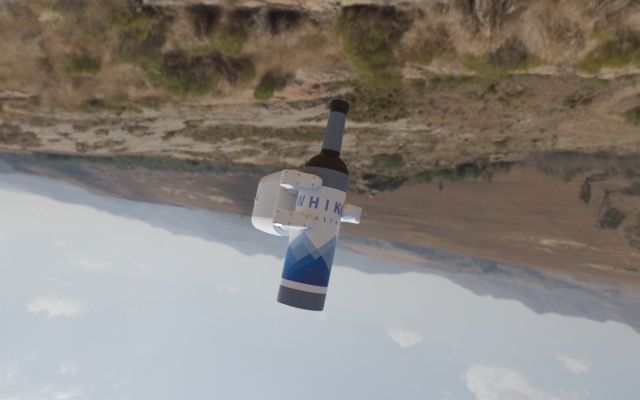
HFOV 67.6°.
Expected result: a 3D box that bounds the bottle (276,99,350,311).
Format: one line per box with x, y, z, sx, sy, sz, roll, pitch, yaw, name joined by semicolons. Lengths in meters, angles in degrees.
0.000;0.002;0.674;0.069;0.295;0.069;11;-6;1;bottle
